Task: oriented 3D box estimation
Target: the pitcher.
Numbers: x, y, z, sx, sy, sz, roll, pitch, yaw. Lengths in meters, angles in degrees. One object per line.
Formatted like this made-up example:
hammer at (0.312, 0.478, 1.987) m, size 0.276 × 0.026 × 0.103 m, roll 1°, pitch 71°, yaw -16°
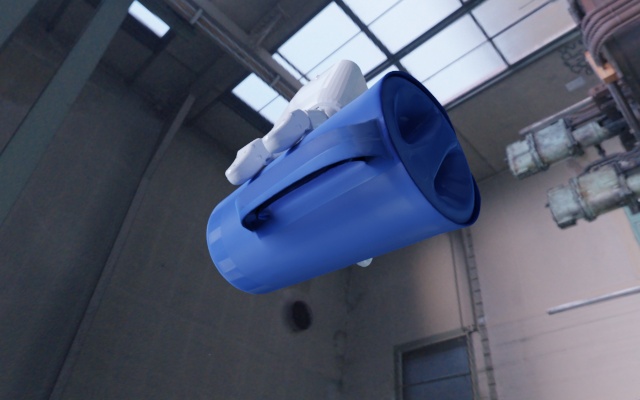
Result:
pitcher at (0.000, 0.001, 0.426) m, size 0.243 × 0.145 × 0.149 m, roll -29°, pitch -62°, yaw 35°
